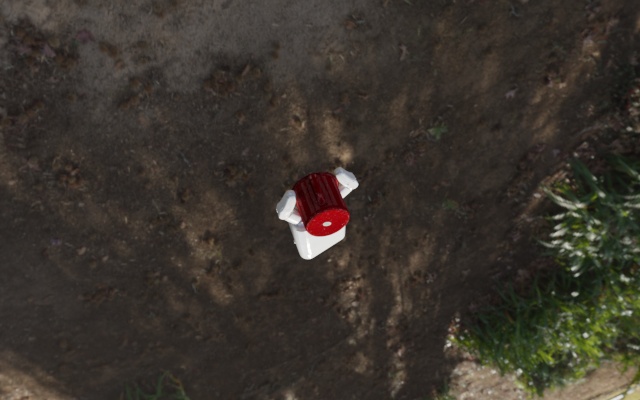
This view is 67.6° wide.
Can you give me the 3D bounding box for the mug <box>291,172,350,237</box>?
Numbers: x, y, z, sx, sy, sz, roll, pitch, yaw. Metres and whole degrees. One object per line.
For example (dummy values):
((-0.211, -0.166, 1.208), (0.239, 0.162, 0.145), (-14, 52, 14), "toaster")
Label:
((0.000, 0.002, 0.833), (0.093, 0.081, 0.117), (-18, -38, -6), "mug")
